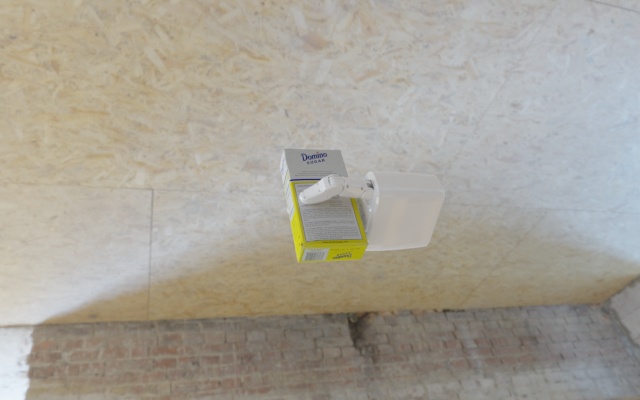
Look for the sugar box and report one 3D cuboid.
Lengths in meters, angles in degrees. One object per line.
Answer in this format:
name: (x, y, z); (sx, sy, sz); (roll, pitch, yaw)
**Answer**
sugar box: (0.000, 0.003, 0.684); (0.093, 0.176, 0.048); (0, -41, -16)
